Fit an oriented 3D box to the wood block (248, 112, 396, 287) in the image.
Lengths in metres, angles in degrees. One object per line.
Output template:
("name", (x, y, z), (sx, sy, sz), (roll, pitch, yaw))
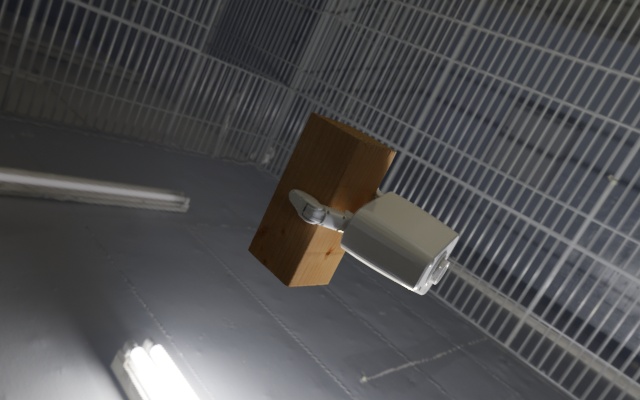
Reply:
("wood block", (0.000, 0.002, 0.632), (0.090, 0.206, 0.091), (36, 17, 36))
